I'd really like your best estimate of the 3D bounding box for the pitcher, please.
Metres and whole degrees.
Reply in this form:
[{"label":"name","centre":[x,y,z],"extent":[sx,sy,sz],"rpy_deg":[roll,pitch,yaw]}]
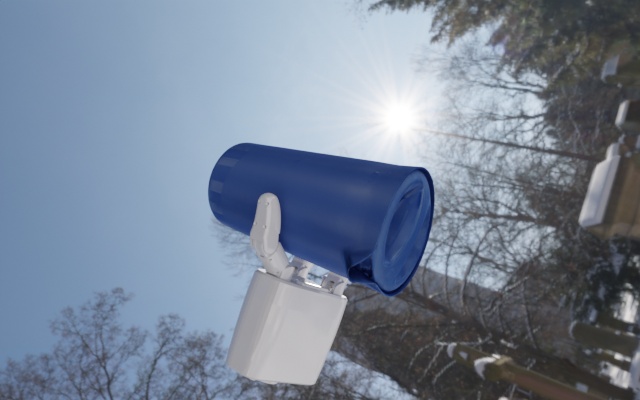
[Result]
[{"label":"pitcher","centre":[0.000,0.002,0.541],"extent":[0.243,0.145,0.149],"rpy_deg":[16,-6,32]}]
